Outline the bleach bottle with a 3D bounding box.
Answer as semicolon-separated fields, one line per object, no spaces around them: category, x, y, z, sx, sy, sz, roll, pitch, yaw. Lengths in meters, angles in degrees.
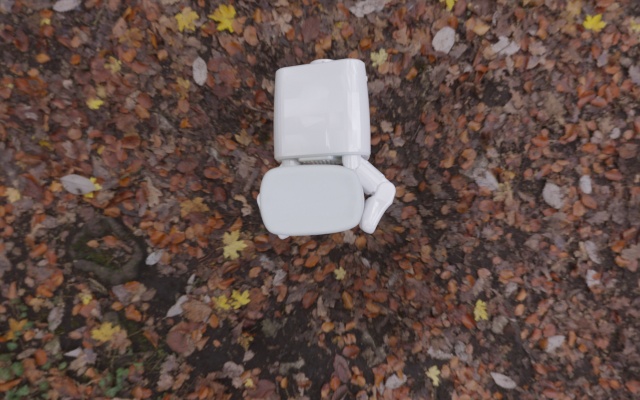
bleach bottle;0.000;0.002;0.573;0.102;0.068;0.251;-2;-1;3
